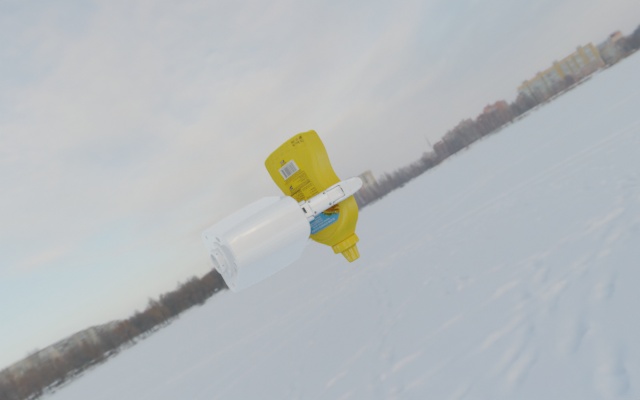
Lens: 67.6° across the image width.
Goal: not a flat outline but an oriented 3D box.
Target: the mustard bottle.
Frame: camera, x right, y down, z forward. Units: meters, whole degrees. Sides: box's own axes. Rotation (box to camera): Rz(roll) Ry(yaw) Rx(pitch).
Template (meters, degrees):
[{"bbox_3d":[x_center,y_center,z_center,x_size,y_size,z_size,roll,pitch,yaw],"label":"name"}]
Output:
[{"bbox_3d":[0.000,0.002,0.682,0.096,0.191,0.058,-33,-4,38],"label":"mustard bottle"}]
